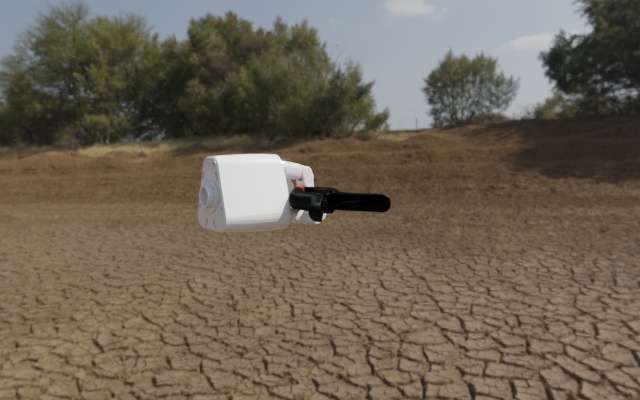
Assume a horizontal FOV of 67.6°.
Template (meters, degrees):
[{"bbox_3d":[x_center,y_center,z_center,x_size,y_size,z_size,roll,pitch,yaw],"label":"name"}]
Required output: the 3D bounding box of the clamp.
[{"bbox_3d":[0.000,0.002,0.672,0.120,0.039,0.171,-2,5,-38],"label":"clamp"}]
